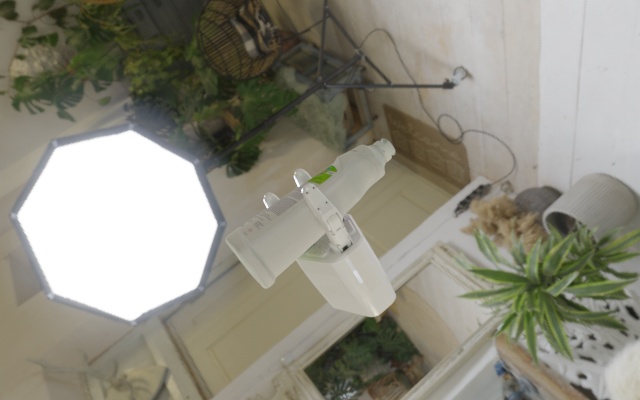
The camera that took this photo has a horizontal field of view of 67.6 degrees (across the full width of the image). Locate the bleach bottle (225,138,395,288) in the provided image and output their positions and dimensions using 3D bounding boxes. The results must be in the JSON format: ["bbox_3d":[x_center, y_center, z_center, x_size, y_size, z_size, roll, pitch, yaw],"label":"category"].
[{"bbox_3d":[0.000,0.002,0.619,0.251,0.068,0.102,-38,21,-13],"label":"bleach bottle"}]
